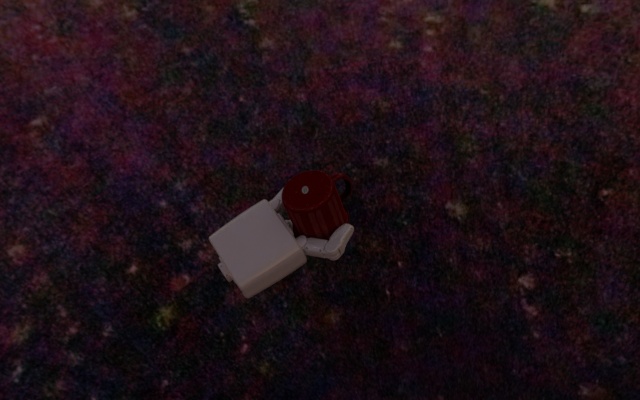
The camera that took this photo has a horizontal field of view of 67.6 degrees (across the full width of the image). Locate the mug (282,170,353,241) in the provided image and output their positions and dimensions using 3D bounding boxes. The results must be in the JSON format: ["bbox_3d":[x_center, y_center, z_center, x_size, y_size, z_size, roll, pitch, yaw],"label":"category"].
[{"bbox_3d":[0.001,0.001,0.723,0.117,0.082,0.093,-35,48,-12],"label":"mug"}]
